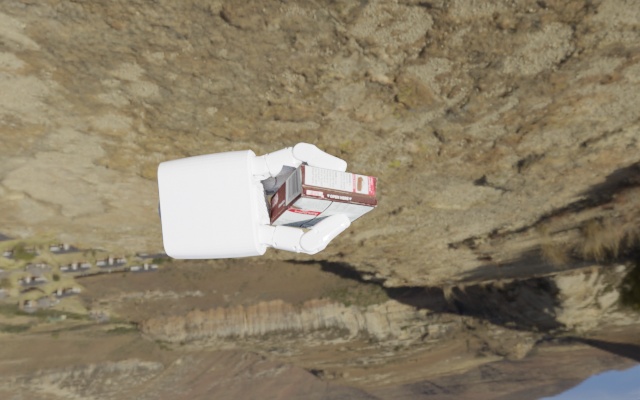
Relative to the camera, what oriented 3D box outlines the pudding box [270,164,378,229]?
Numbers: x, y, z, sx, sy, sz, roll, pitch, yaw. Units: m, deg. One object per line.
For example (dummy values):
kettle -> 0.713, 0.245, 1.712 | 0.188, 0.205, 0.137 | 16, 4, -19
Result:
pudding box -> 0.000, 0.002, 0.542 | 0.090, 0.039, 0.113 | 7, -19, -21
